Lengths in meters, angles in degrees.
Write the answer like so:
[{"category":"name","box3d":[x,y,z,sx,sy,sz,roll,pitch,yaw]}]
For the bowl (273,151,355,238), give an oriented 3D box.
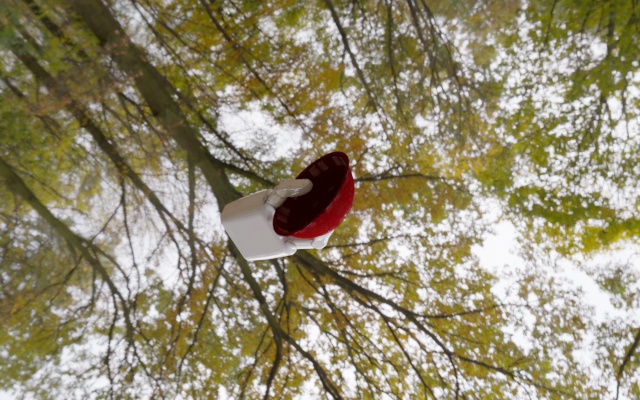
[{"category":"bowl","box3d":[0.001,0.003,0.739,0.055,0.162,0.162,41,-20,-25]}]
